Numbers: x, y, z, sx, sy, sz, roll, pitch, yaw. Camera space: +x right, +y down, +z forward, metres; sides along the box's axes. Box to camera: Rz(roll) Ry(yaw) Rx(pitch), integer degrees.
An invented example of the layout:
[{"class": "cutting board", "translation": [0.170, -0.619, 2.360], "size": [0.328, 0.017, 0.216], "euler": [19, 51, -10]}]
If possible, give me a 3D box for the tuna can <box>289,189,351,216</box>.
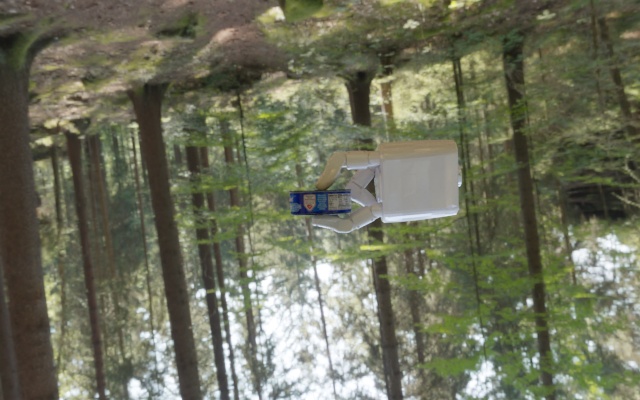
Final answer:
[{"class": "tuna can", "translation": [0.000, 0.003, 0.662], "size": [0.086, 0.034, 0.086], "euler": [-2, 1, 0]}]
